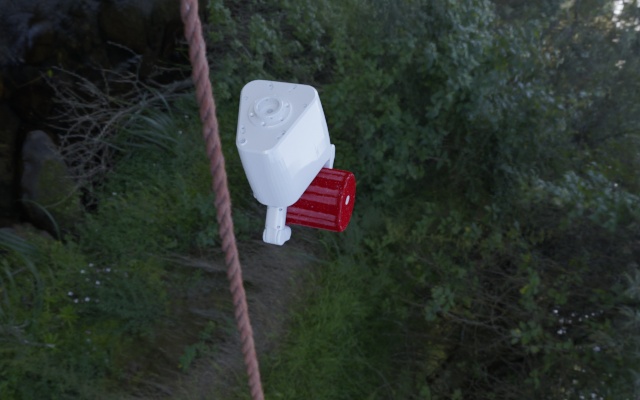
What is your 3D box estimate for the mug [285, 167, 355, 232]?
[{"bbox_3d":[0.000,0.003,0.650,0.081,0.093,0.117,10,-28,15],"label":"mug"}]
